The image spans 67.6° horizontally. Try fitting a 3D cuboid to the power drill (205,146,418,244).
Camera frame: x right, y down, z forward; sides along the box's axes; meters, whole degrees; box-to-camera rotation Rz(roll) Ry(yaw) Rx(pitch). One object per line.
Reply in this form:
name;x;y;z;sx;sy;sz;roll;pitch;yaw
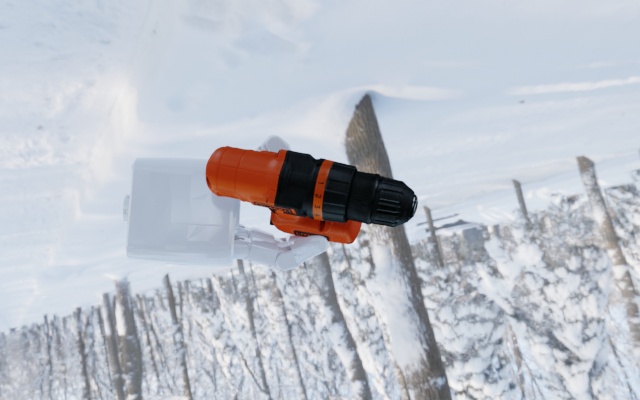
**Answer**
power drill;0.000;0.002;0.475;0.184;0.057;0.188;13;-11;10
